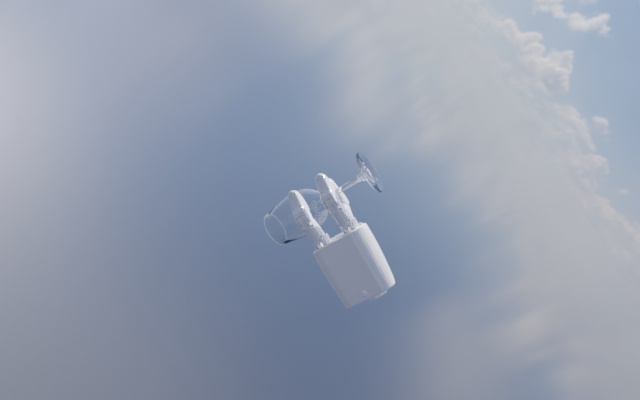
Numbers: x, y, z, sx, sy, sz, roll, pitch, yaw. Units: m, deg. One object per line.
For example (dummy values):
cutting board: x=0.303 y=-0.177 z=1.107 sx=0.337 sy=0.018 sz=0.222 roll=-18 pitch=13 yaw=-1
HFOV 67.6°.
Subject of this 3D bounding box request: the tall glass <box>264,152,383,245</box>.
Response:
tall glass: x=0.001 y=0.002 z=0.798 sx=0.201 sy=0.079 sz=0.079 roll=-31 pitch=-13 yaw=22
